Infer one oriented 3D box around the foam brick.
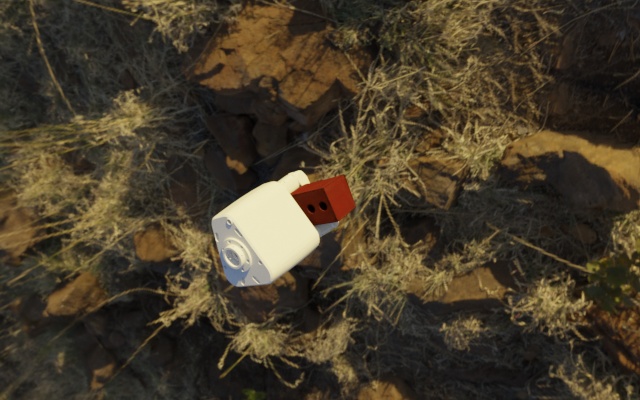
[{"bbox_3d":[0.000,0.002,0.675,0.078,0.053,0.051,-13,15,40],"label":"foam brick"}]
